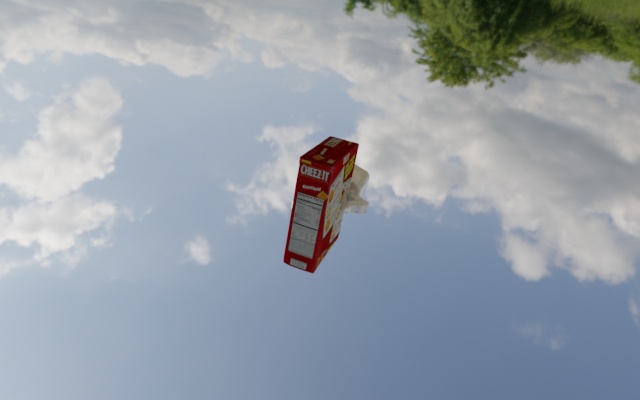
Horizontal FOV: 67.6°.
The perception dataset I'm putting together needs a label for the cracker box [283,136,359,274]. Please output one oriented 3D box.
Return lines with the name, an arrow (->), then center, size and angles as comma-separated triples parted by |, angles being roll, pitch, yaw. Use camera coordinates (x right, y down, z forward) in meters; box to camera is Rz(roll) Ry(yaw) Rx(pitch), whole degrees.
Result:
cracker box -> 0.000, 0.003, 0.898 | 0.072, 0.214, 0.164 | 17, 25, 14
